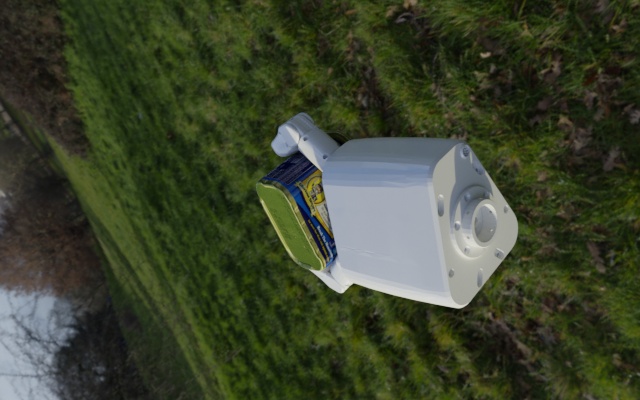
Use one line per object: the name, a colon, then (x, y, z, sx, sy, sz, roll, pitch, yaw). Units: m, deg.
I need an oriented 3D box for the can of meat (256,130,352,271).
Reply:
can of meat: (0.000, 0.002, 0.434, 0.084, 0.102, 0.057, -40, 28, -28)
